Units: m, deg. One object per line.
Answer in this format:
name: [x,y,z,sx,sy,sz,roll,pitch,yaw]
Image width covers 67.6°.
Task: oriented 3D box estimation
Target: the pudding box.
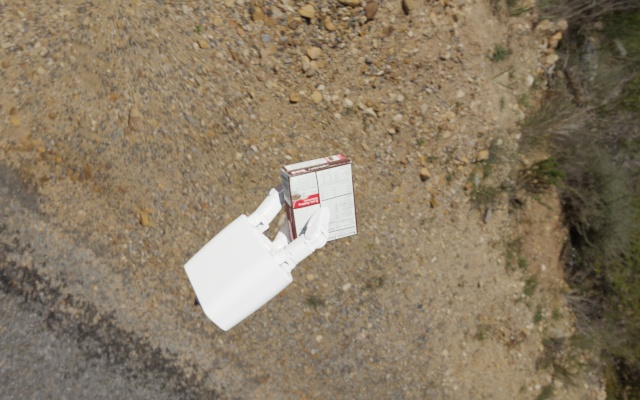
pudding box: [0.000,0.002,0.640,0.090,0.113,0.039,-14,27,-15]
